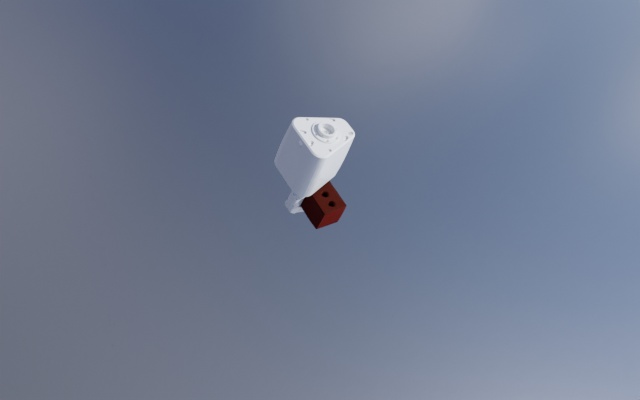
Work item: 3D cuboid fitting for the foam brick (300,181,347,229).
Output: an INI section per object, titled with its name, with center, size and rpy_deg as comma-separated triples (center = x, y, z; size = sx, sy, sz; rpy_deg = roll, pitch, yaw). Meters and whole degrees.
[foam brick]
center = 0.000, 0.003, 0.872
size = 0.053, 0.078, 0.051
rpy_deg = -20, -25, -34
